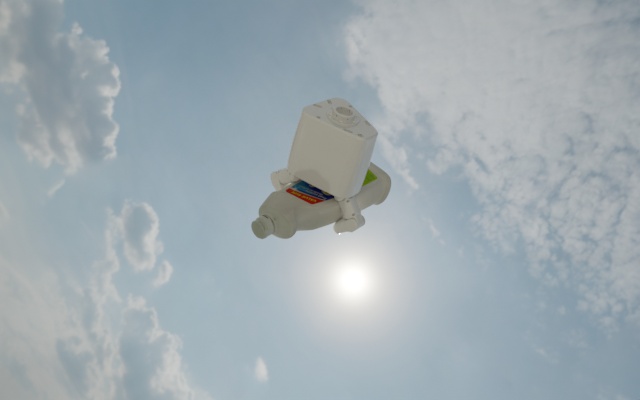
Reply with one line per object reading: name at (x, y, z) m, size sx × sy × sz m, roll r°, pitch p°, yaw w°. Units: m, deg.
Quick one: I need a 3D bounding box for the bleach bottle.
bleach bottle at (0.000, 0.002, 0.755) m, size 0.102 × 0.068 × 0.250 m, roll 38°, pitch 43°, yaw 24°
